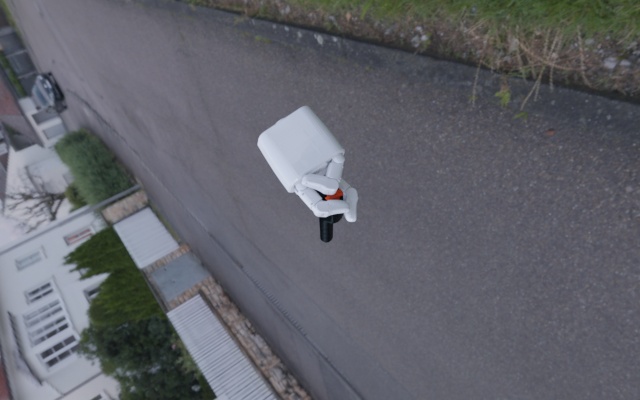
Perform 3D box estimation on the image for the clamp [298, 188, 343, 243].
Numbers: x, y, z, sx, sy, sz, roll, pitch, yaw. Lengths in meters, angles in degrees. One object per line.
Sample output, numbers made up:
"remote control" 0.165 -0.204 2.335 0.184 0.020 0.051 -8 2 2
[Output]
"clamp" 0.000 0.003 0.885 0.039 0.120 0.171 -31 -14 -23
